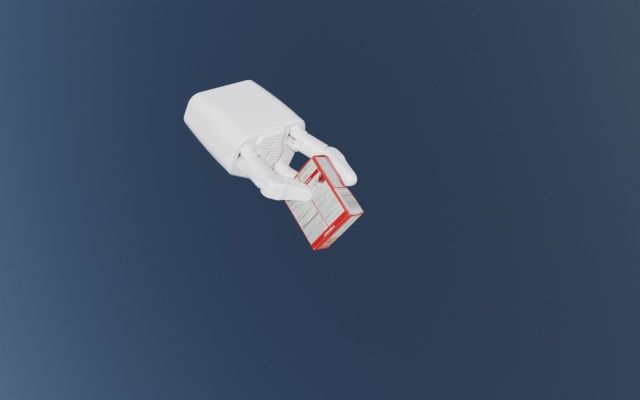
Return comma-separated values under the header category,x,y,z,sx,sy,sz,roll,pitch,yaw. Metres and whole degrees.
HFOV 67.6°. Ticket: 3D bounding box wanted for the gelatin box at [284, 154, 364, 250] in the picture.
category,x,y,z,sx,sy,sz,roll,pitch,yaw
gelatin box,0.000,0.002,0.567,0.030,0.089,0.073,-6,-33,-48
